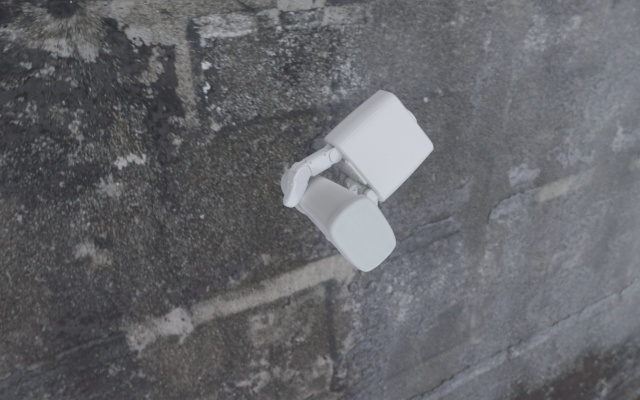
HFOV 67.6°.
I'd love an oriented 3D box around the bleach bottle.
[{"bbox_3d":[0.000,0.002,0.668,0.068,0.103,0.250,-42,33,-7],"label":"bleach bottle"}]
